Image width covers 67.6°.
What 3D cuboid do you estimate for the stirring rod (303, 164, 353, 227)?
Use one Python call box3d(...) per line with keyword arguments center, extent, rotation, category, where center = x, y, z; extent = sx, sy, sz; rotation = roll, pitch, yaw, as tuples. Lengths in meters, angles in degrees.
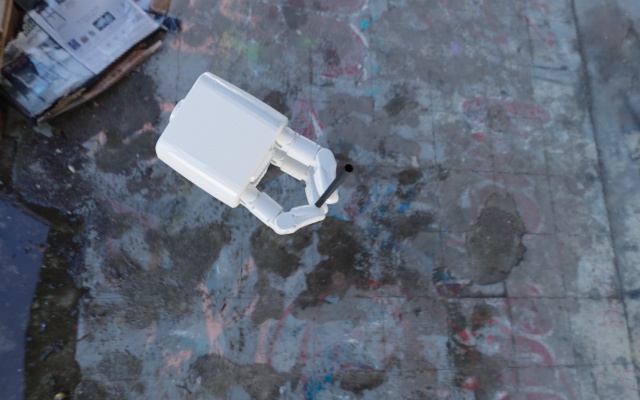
box3d(center=(0.000, 0.002, 0.531), extent=(0.011, 0.011, 0.239), rotation=(0, -14, -12), category="stirring rod")
